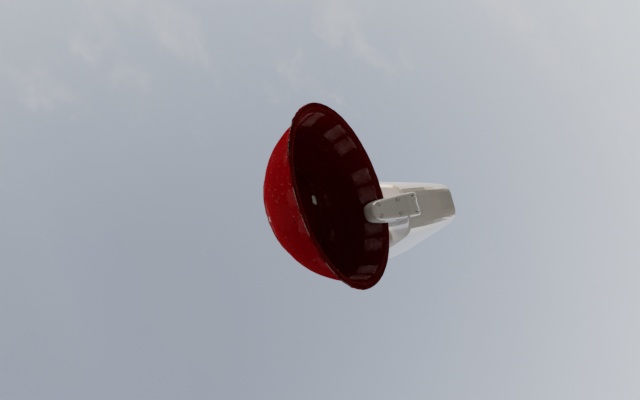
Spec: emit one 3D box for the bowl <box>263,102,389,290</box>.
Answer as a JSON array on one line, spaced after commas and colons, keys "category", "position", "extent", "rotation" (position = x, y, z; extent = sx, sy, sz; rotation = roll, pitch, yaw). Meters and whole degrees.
[{"category": "bowl", "position": [-0.001, 0.001, 0.411], "extent": [0.055, 0.162, 0.162], "rotation": [-18, -9, 28]}]
